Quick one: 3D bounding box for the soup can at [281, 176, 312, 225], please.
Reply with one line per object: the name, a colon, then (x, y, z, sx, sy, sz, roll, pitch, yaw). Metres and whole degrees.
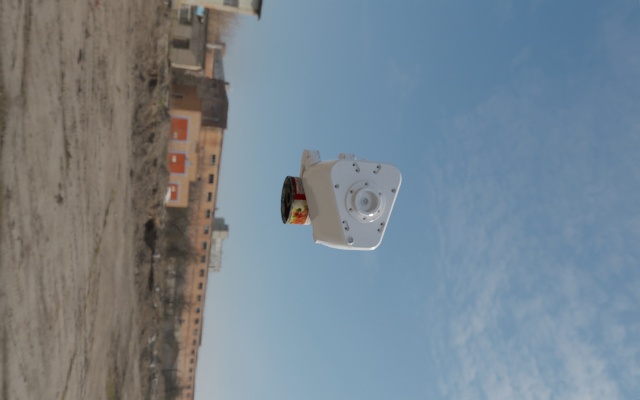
soup can: (0.000, 0.002, 0.680, 0.102, 0.068, 0.068, 4, -1, -17)
